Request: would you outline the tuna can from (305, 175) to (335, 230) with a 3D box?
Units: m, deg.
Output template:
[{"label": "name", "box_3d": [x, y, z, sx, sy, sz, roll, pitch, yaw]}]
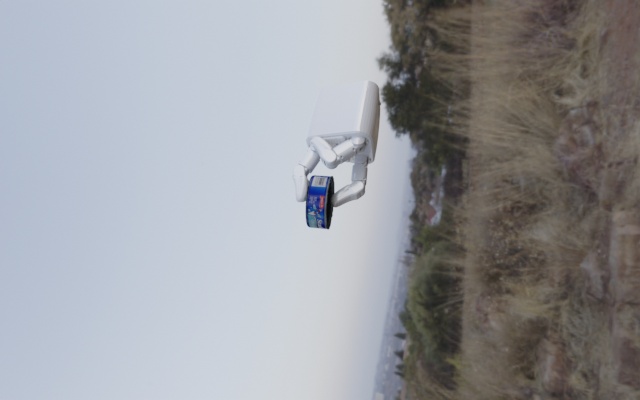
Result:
[{"label": "tuna can", "box_3d": [0.000, 0.002, 0.759, 0.034, 0.086, 0.086, 4, 1, 9]}]
